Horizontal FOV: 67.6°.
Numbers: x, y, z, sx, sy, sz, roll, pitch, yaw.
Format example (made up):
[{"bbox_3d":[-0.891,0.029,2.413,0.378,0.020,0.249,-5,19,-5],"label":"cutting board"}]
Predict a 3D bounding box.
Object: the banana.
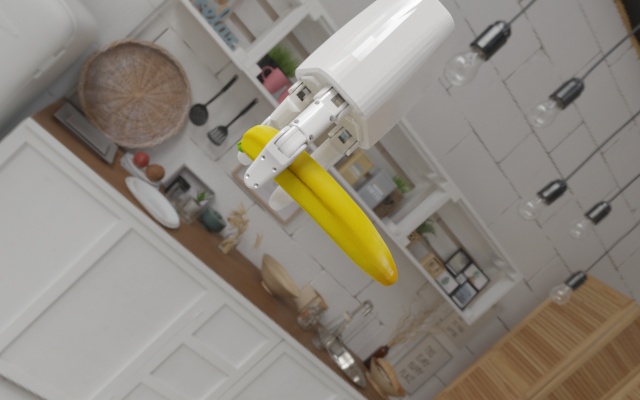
[{"bbox_3d":[-0.005,-0.006,0.408,0.197,0.037,0.070,44,-6,15],"label":"banana"}]
